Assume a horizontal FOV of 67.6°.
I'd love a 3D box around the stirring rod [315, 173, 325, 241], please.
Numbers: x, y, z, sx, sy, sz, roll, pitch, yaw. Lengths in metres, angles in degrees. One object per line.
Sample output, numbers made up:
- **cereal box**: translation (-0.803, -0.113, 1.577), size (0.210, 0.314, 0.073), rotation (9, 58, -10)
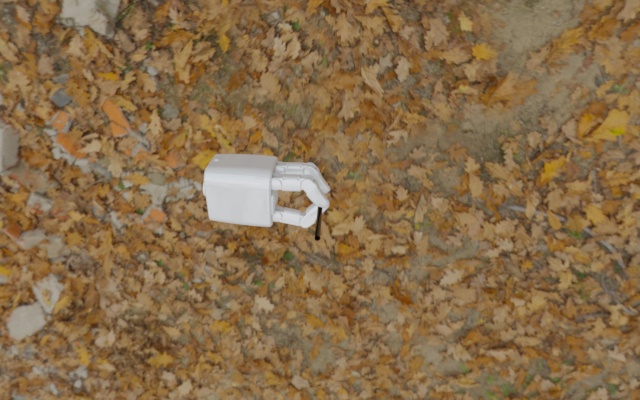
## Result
- **stirring rod**: translation (0.000, 0.003, 0.783), size (0.011, 0.011, 0.239), rotation (0, 25, 2)
